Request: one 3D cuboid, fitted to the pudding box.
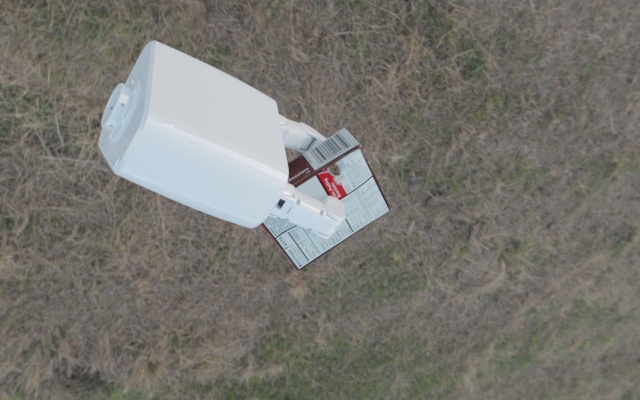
[{"bbox_3d":[0.000,0.002,0.444,0.113,0.090,0.039,-32,40,-1],"label":"pudding box"}]
